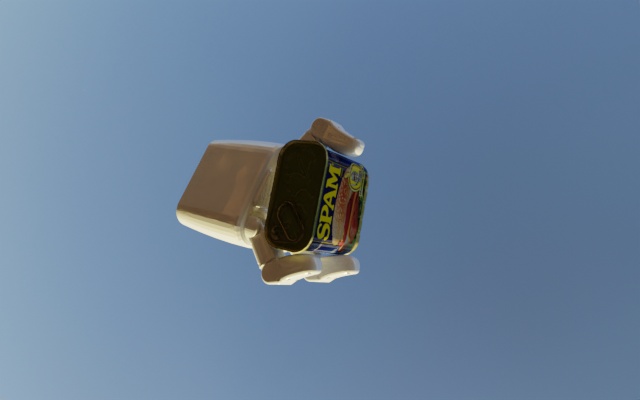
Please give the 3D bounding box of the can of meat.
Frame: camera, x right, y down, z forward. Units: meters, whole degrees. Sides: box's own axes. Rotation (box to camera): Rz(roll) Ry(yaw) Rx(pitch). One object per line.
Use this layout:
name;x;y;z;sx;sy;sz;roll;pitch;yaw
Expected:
can of meat;0.000;0.001;0.462;0.057;0.102;0.084;8;-4;36
